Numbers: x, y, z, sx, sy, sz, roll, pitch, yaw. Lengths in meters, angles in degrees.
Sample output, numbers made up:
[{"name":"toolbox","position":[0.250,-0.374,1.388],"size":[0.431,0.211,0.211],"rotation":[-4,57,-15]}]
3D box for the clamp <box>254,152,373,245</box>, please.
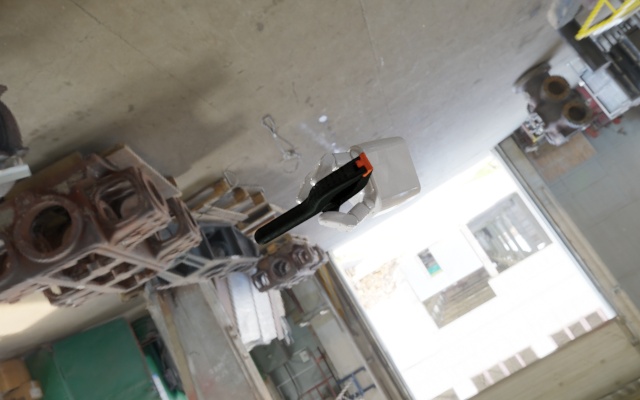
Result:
[{"name":"clamp","position":[0.001,0.003,0.702],"size":[0.164,0.036,0.210],"rotation":[-17,-19,-36]}]
